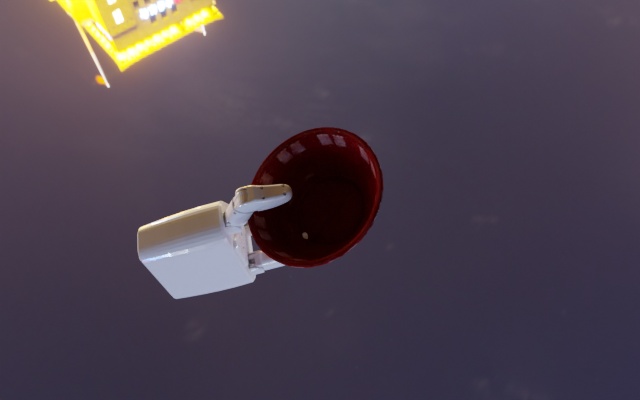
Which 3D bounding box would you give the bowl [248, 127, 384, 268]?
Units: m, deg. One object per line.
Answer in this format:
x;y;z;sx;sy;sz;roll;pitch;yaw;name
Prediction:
0.001;0.002;0.532;0.162;0.162;0.055;0;-21;27;bowl
